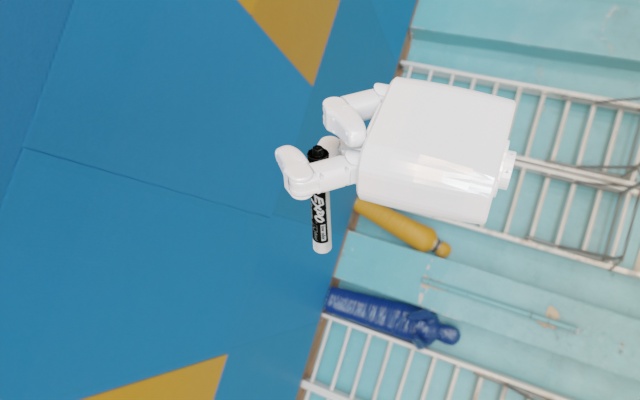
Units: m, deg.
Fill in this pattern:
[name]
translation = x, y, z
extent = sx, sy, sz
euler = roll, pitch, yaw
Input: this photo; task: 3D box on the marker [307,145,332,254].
[marker]
translation = 0.000, 0.001, 0.437
extent = 0.020, 0.121, 0.020
euler = -1, 41, 1
